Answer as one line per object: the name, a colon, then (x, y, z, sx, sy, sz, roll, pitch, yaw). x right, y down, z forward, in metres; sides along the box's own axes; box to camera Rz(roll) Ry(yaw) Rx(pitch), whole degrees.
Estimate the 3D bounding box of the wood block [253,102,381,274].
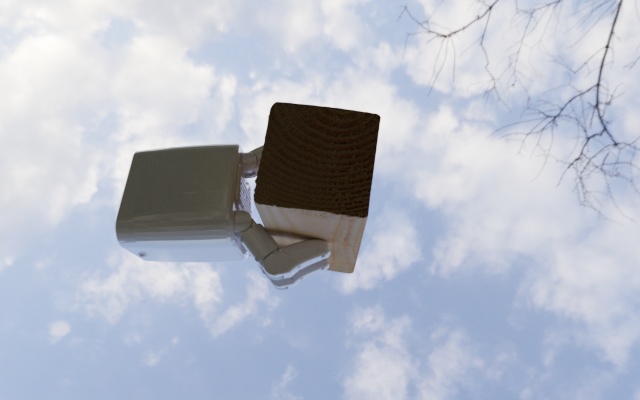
wood block: (0.000, 0.001, 0.462, 0.090, 0.090, 0.206, 7, -19, 3)
